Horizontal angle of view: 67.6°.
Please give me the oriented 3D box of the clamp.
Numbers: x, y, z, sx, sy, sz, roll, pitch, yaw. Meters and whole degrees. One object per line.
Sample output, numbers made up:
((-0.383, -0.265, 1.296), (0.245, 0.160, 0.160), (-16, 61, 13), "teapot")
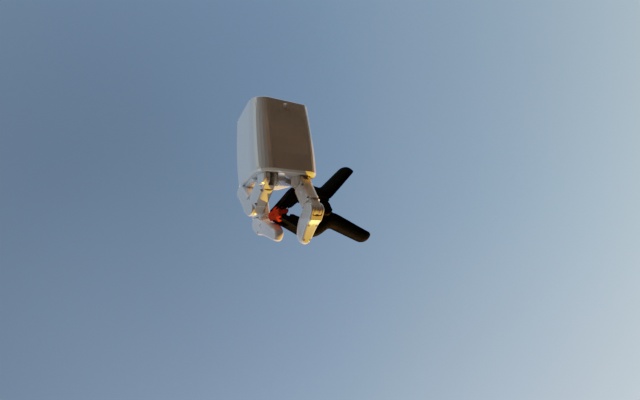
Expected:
((0.000, 0.003, 0.707), (0.171, 0.120, 0.039), (5, -25, -40), "clamp")
